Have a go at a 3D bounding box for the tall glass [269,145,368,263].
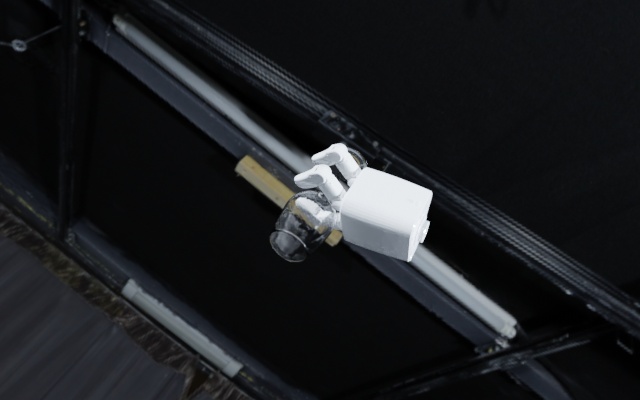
[{"bbox_3d":[0.000,0.002,0.715,0.079,0.079,0.201,0,38,35],"label":"tall glass"}]
